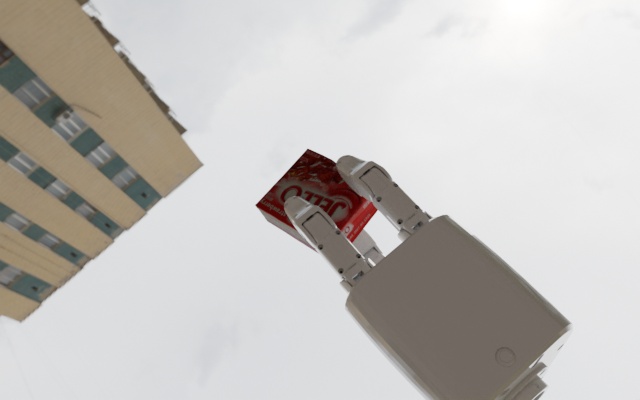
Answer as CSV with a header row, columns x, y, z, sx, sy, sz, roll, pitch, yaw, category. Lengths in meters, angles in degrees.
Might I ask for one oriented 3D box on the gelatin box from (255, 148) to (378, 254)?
x,y,z,sx,sy,sz,roll,pitch,yaw,category
0.000,0.001,0.408,0.089,0.073,0.030,28,-21,37,gelatin box
